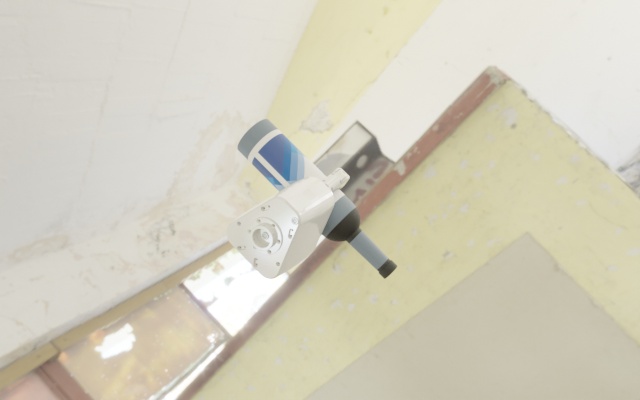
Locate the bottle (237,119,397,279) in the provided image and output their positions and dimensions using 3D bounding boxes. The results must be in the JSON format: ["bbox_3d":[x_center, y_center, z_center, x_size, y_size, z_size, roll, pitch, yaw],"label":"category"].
[{"bbox_3d":[0.000,0.002,0.716,0.069,0.295,0.069,-44,-6,-6],"label":"bottle"}]
